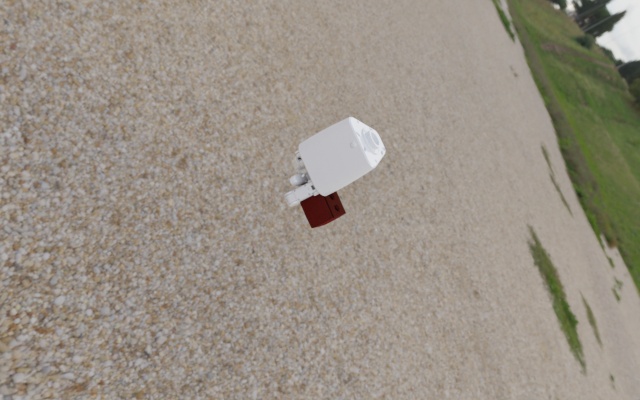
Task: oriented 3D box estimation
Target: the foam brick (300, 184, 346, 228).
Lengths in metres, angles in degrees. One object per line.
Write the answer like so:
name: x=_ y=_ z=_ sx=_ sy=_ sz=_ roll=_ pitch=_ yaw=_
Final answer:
foam brick: x=0.000 y=0.003 z=0.846 sx=0.051 sy=0.078 sz=0.053 roll=-27 pitch=-6 yaw=26
